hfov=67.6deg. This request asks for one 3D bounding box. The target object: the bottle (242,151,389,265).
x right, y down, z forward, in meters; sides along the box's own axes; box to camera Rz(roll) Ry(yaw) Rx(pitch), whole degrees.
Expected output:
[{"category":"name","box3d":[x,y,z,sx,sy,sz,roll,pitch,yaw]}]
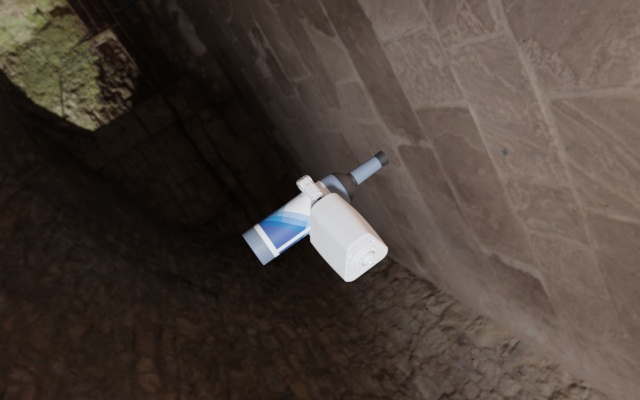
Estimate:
[{"category":"bottle","box3d":[0.000,0.003,0.861,0.295,0.069,0.069,-35,6,-9]}]
